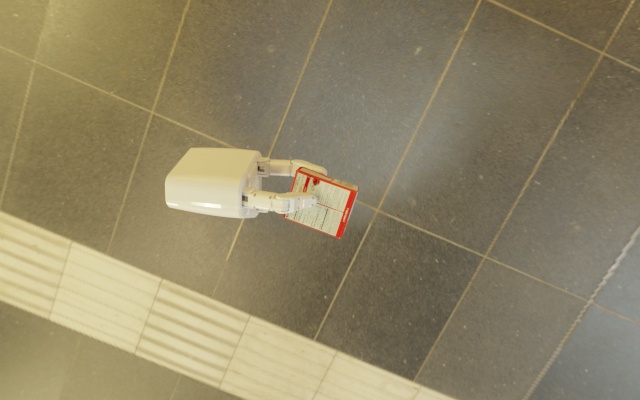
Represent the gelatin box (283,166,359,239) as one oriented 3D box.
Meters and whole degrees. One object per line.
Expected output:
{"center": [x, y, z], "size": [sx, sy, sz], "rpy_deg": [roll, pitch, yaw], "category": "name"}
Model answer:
{"center": [0.000, 0.002, 0.661], "size": [0.089, 0.073, 0.030], "rpy_deg": [20, 18, 8], "category": "gelatin box"}
